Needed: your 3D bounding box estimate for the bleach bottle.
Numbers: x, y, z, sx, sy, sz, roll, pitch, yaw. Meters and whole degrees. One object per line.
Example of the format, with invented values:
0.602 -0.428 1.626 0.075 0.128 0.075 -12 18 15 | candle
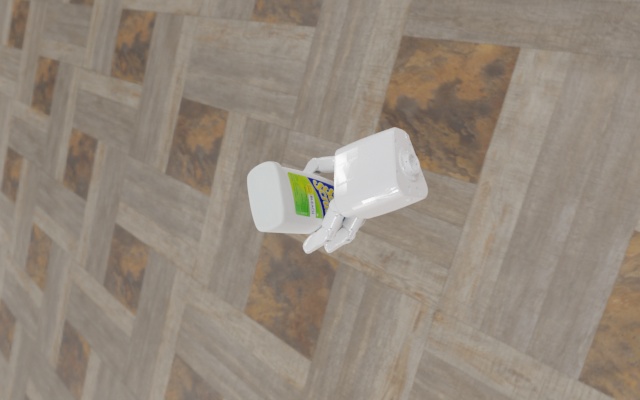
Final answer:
0.000 0.003 0.771 0.068 0.102 0.251 -20 -16 37 | bleach bottle
